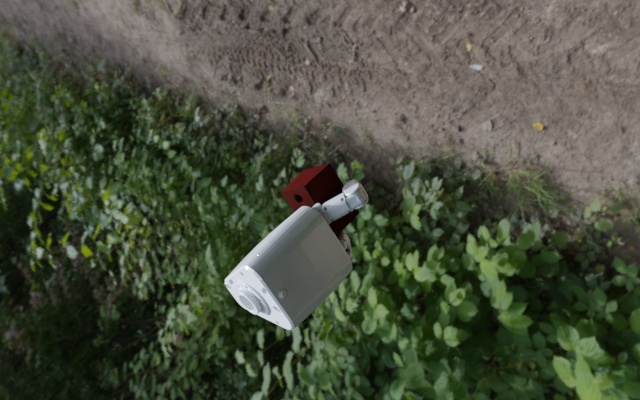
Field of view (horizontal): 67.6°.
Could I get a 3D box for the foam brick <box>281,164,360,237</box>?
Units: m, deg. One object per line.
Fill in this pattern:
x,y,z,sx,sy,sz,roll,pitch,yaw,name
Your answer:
0.000,0.002,0.594,0.051,0.078,0.053,-43,19,-32,foam brick
